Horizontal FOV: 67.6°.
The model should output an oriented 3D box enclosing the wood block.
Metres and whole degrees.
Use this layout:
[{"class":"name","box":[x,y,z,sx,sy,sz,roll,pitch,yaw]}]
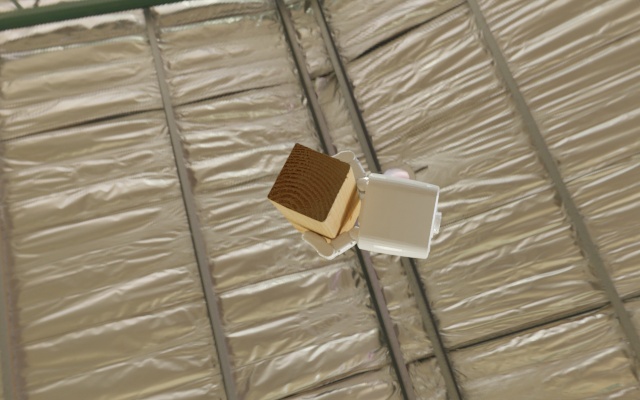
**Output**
[{"class":"wood block","box":[0.000,0.003,0.738,0.090,0.091,0.206,23,-11,15]}]
